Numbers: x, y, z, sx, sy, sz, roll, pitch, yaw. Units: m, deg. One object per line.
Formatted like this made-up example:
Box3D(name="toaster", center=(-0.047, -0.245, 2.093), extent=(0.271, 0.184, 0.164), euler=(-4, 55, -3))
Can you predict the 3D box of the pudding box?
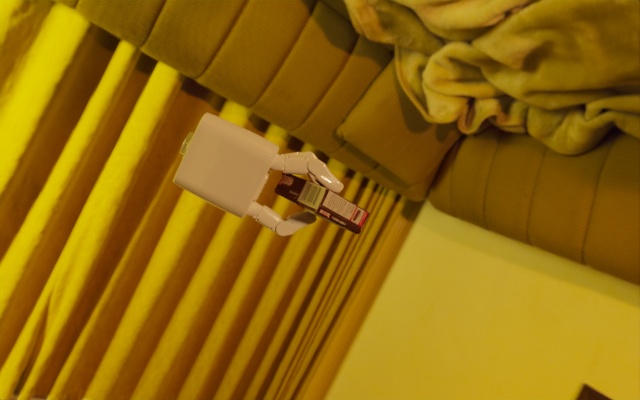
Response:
Box3D(name="pudding box", center=(0.000, 0.002, 0.674), extent=(0.090, 0.039, 0.113), euler=(28, -1, -38))
